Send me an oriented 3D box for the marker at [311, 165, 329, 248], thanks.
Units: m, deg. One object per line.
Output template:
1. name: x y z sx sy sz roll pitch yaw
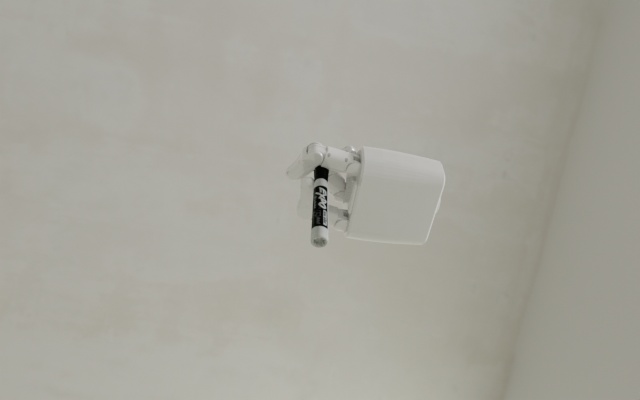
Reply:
1. marker: 0.000 0.002 0.542 0.020 0.020 0.121 0 44 2
